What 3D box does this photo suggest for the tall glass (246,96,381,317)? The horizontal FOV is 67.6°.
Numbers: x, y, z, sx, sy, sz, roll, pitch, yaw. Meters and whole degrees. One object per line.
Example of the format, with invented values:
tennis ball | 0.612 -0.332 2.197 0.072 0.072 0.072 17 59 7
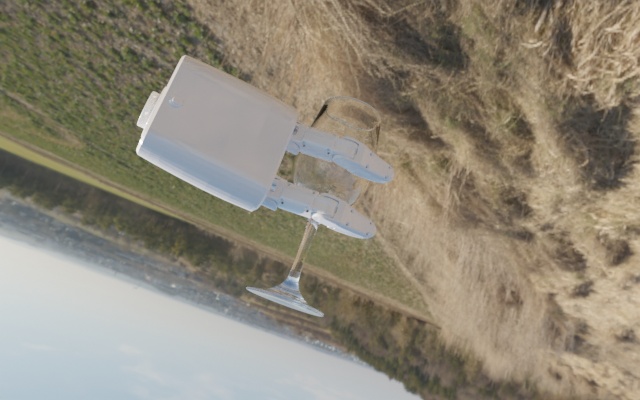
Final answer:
tall glass | 0.000 0.002 0.456 0.079 0.201 0.079 18 -16 6
